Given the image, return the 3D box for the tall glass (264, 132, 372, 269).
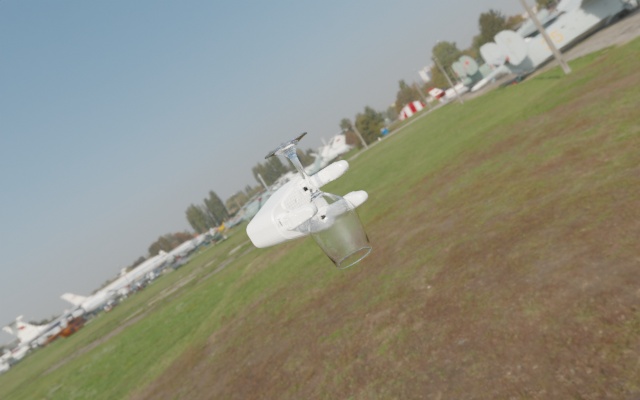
[{"bbox_3d":[0.000,0.002,0.715,0.079,0.201,0.079,-32,4,2],"label":"tall glass"}]
